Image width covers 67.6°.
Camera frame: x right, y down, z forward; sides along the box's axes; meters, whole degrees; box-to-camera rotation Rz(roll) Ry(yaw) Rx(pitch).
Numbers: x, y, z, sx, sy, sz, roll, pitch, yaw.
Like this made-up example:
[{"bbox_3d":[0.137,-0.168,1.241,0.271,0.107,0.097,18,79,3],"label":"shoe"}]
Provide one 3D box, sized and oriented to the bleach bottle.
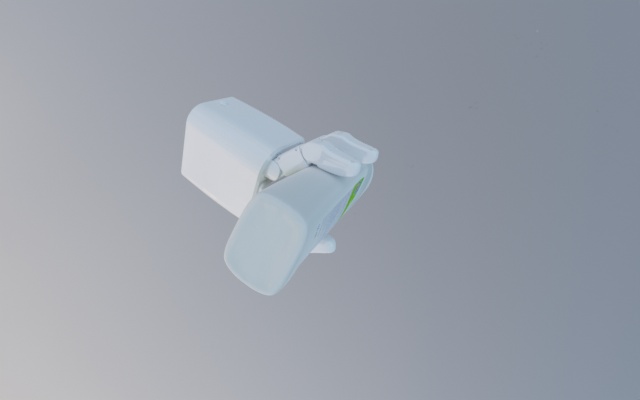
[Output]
[{"bbox_3d":[0.000,0.002,0.528,0.068,0.103,0.250,36,29,10],"label":"bleach bottle"}]
